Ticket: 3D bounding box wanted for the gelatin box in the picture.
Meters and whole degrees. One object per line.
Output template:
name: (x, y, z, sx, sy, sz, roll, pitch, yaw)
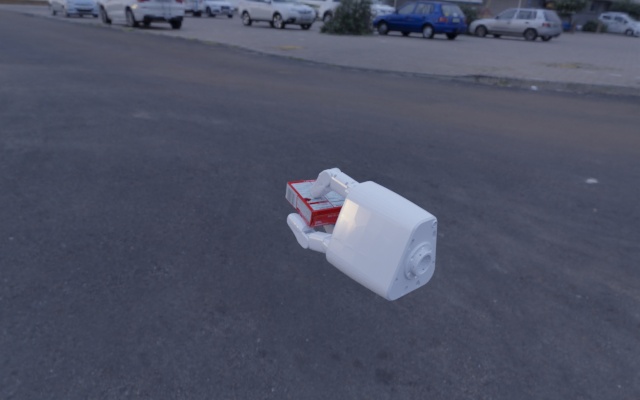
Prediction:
gelatin box: (0.000, 0.002, 0.694, 0.073, 0.030, 0.089, -7, 33, -28)
